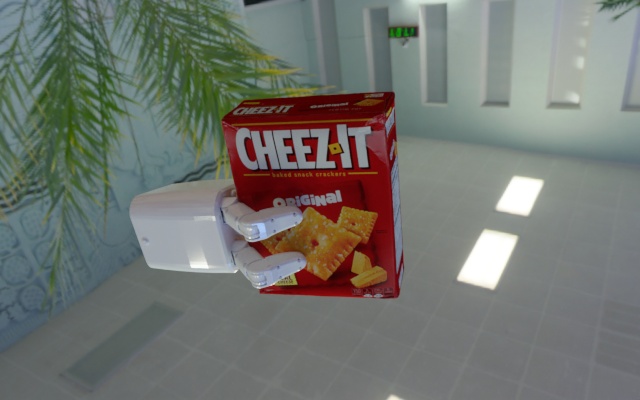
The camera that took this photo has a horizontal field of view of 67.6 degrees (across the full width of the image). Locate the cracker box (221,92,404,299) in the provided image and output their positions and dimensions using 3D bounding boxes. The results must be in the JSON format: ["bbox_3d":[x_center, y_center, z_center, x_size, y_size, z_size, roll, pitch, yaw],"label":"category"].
[{"bbox_3d":[0.000,0.002,0.509,0.164,0.214,0.072,0,28,15],"label":"cracker box"}]
